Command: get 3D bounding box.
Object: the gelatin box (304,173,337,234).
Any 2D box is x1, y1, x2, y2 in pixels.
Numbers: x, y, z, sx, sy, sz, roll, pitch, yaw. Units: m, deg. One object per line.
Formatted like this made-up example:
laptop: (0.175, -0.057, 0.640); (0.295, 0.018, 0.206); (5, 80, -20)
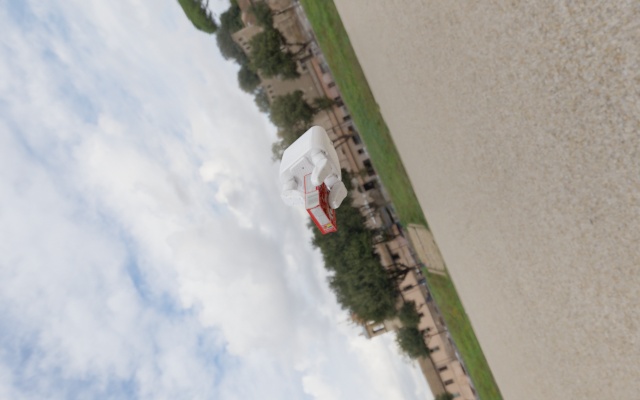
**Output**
gelatin box: (0.000, 0.003, 0.845); (0.030, 0.089, 0.073); (-20, -47, 15)
